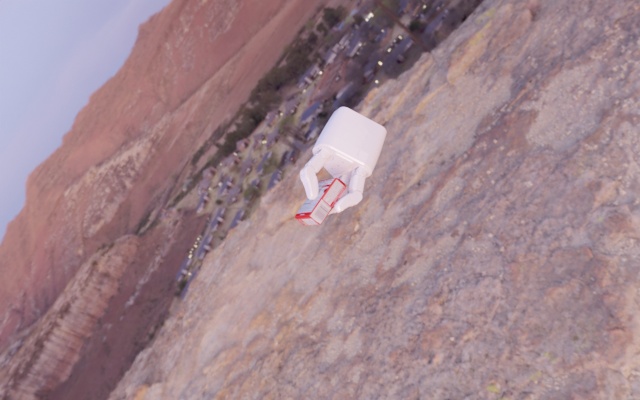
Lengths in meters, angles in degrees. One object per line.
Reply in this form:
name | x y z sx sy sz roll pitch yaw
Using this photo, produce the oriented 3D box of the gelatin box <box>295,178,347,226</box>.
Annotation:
gelatin box | 0.000 0.003 0.858 0.030 0.089 0.073 41 -19 -17
